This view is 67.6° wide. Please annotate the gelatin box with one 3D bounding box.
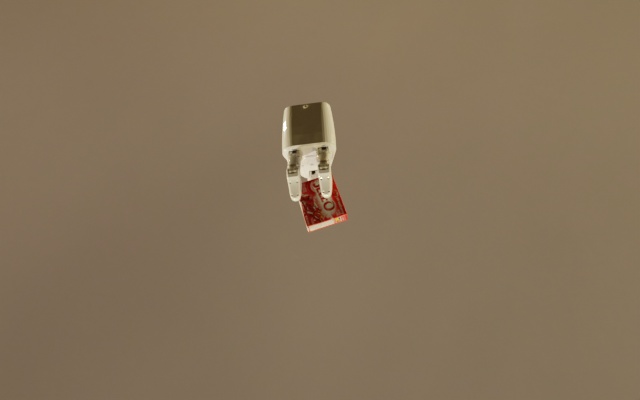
[{"bbox_3d":[0.000,0.003,0.844,0.073,0.089,0.030,-18,-26,-2],"label":"gelatin box"}]
